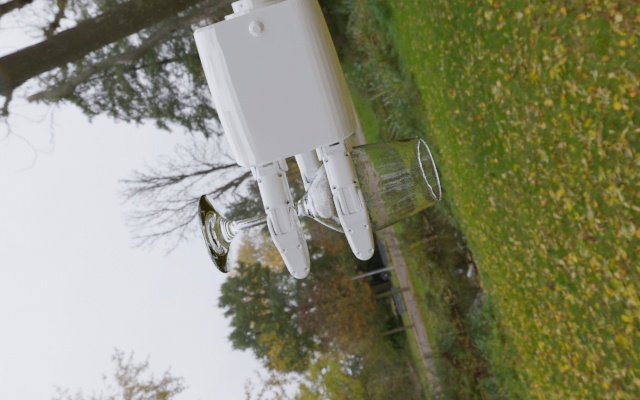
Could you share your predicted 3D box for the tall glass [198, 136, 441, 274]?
[{"bbox_3d":[-0.001,0.002,0.424,0.201,0.079,0.079,-16,-1,4],"label":"tall glass"}]
